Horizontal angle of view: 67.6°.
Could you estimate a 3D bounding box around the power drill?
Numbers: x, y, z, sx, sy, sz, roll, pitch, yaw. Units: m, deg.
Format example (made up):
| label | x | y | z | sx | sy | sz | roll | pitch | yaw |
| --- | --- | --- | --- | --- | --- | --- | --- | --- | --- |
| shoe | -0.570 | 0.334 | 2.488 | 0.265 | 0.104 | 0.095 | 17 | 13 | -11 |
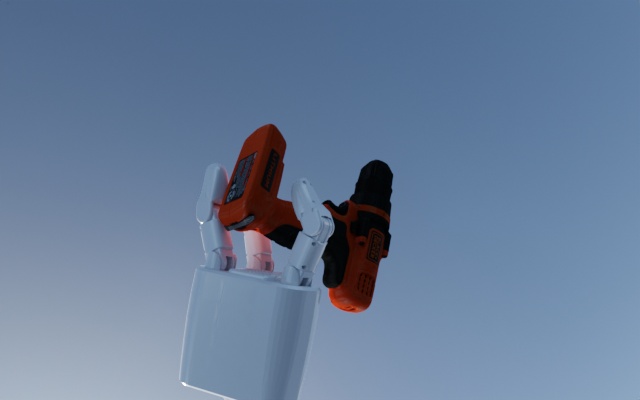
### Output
| label | x | y | z | sx | sy | sz | roll | pitch | yaw |
| --- | --- | --- | --- | --- | --- | --- | --- | --- | --- |
| power drill | 0.000 | 0.002 | 0.497 | 0.188 | 0.184 | 0.057 | 31 | -34 | -28 |
